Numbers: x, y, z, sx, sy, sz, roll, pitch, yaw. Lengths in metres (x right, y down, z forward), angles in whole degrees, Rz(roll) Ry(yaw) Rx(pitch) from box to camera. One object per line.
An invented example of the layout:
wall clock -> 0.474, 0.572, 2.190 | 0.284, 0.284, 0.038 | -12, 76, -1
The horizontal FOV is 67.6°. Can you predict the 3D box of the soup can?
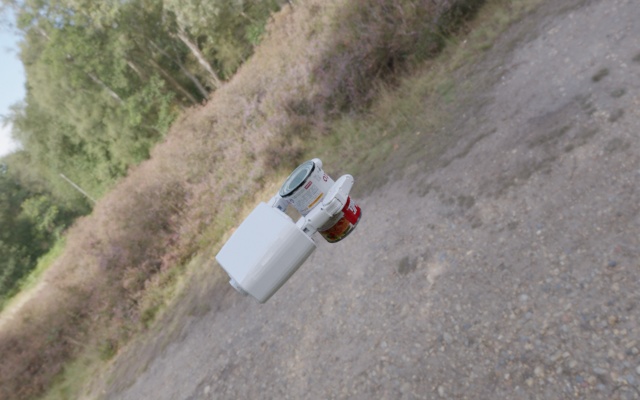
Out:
soup can -> 0.000, 0.002, 0.668 | 0.102, 0.068, 0.068 | 44, -19, -21
